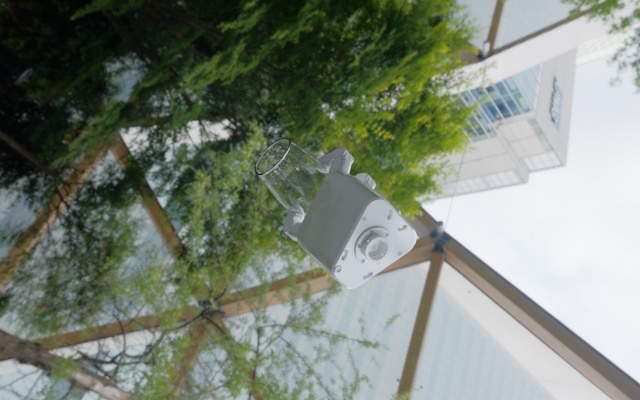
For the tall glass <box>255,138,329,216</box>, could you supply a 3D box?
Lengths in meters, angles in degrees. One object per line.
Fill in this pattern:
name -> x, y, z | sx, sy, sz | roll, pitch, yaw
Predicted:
tall glass -> 0.000, 0.003, 0.663 | 0.201, 0.079, 0.079 | 44, -25, -30
